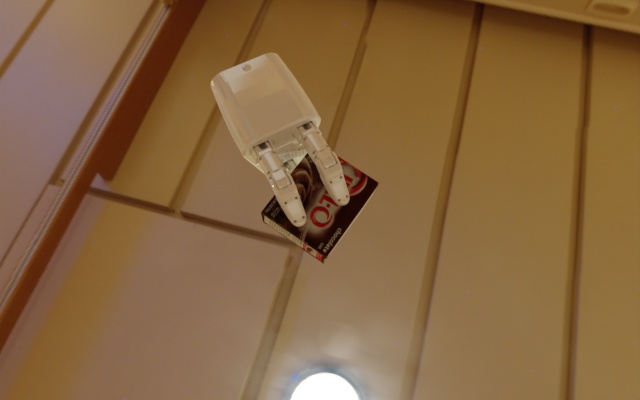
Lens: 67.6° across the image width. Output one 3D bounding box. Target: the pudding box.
[{"bbox_3d":[0.000,0.002,0.553,0.090,0.113,0.039,33,-17,9],"label":"pudding box"}]
